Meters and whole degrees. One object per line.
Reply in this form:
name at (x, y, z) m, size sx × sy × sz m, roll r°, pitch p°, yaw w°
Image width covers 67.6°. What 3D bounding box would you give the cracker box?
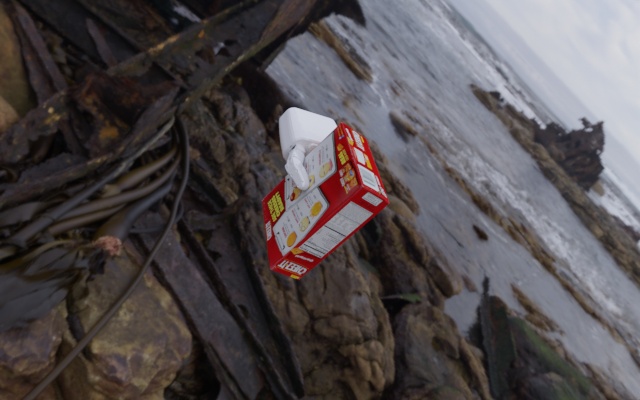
cracker box at (0.000, 0.002, 0.781) m, size 0.072 × 0.164 × 0.214 m, roll 29°, pitch -59°, yaw -33°
